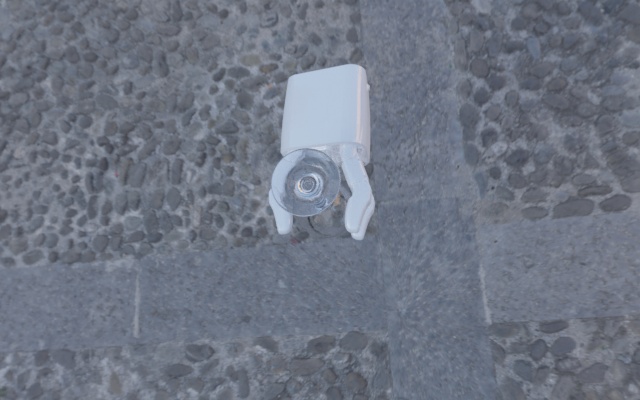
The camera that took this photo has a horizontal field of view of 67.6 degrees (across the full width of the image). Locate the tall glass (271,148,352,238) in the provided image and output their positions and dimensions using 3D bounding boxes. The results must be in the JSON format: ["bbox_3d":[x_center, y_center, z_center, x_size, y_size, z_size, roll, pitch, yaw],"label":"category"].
[{"bbox_3d":[0.000,0.002,0.593,0.079,0.079,0.201,0,-13,9],"label":"tall glass"}]
